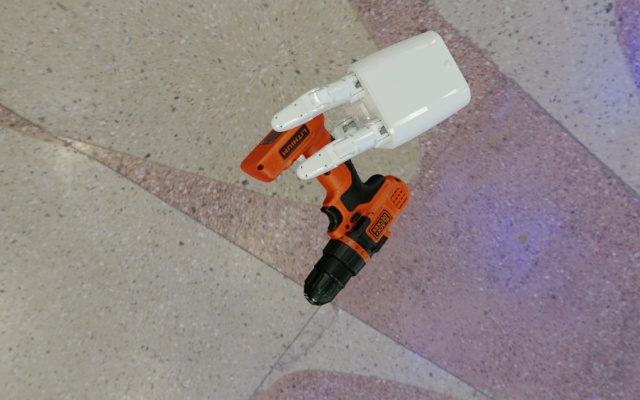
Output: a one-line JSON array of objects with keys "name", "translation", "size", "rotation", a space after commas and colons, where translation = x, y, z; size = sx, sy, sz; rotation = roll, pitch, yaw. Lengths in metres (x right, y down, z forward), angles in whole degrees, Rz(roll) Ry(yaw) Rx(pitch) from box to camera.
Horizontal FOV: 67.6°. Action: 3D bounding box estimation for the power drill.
[{"name": "power drill", "translation": [0.000, 0.001, 0.541], "size": [0.188, 0.184, 0.057], "rotation": [47, -20, -25]}]
